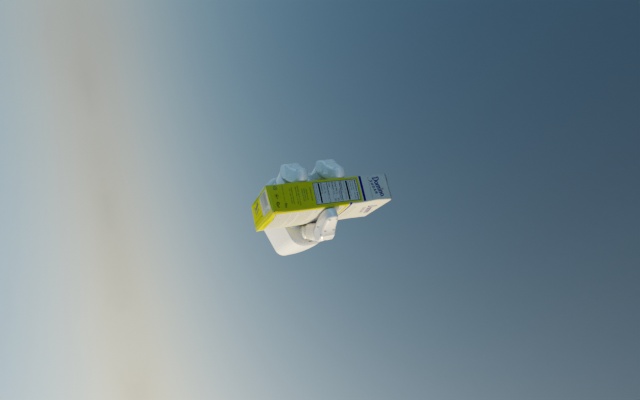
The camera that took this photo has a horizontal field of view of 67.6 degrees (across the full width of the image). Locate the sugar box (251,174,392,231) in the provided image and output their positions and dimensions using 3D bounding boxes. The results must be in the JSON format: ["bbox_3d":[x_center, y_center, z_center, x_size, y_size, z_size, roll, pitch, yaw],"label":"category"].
[{"bbox_3d":[0.000,0.002,0.672,0.176,0.048,0.093,-9,-14,-24],"label":"sugar box"}]
